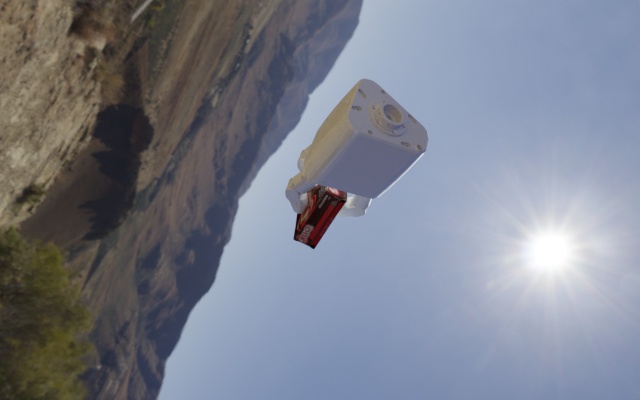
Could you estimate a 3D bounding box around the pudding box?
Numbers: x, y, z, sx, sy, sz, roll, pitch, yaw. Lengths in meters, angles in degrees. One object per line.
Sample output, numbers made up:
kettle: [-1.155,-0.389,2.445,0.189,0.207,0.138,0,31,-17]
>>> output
pudding box: [0.000,0.002,0.680,0.039,0.090,0.113,29,24,-10]
